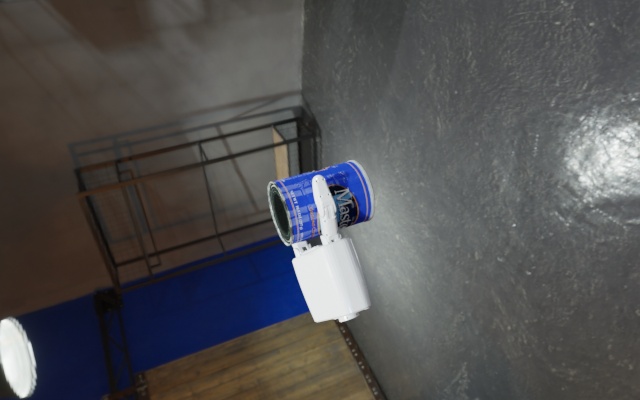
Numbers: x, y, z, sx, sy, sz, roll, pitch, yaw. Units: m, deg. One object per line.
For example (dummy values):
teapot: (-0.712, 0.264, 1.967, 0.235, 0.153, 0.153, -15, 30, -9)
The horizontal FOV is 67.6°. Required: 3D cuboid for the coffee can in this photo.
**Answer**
coffee can: (0.000, 0.002, 0.751, 0.140, 0.103, 0.103, -16, 5, -18)
